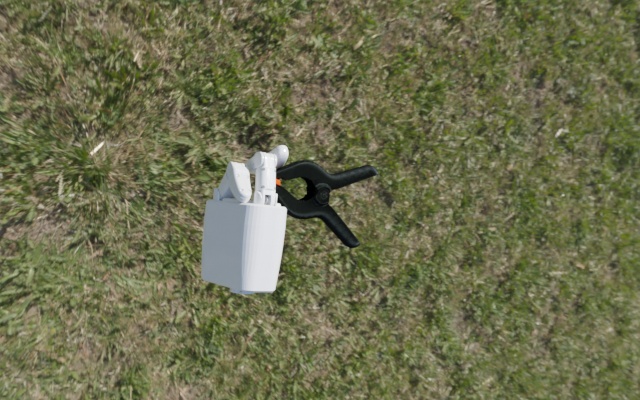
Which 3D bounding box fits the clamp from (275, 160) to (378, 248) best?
[{"bbox_3d":[0.000,0.002,0.651,0.171,0.120,0.039,6,-4,-25],"label":"clamp"}]
